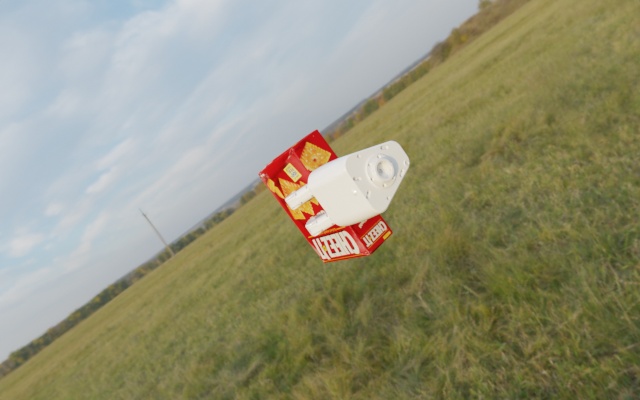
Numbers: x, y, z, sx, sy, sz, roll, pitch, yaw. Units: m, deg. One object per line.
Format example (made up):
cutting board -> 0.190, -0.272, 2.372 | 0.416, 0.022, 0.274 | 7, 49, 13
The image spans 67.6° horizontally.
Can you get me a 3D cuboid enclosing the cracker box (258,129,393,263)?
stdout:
cracker box -> 0.000, 0.002, 0.827 | 0.072, 0.214, 0.164 | -40, 8, -28
